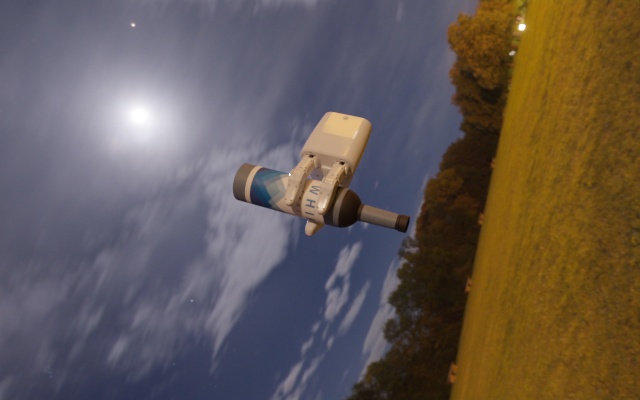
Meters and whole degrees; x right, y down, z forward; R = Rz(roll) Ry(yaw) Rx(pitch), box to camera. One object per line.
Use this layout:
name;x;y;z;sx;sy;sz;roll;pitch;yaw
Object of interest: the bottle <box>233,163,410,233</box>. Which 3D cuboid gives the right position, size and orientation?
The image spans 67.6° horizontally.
bottle;0.000;0.003;0.788;0.295;0.069;0.069;15;4;17
